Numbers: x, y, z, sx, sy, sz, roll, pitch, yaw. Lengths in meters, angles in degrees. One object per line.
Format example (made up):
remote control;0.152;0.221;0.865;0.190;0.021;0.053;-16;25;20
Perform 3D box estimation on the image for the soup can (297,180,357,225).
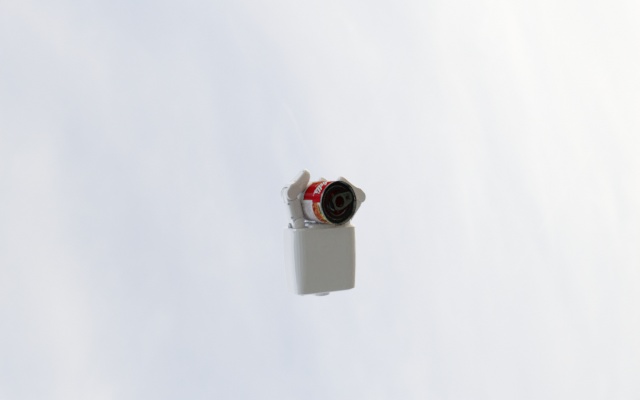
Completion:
soup can;0.000;0.002;0.763;0.068;0.068;0.102;0;1;-35
